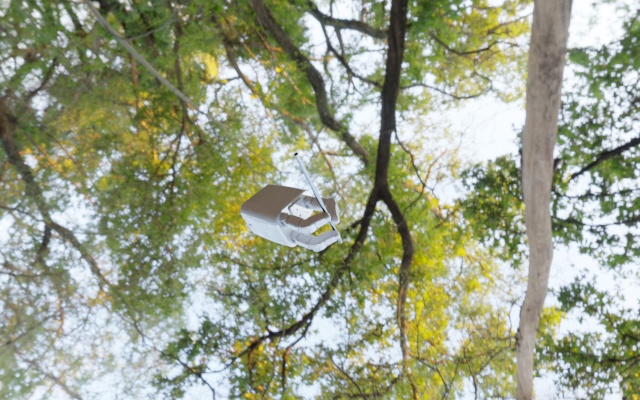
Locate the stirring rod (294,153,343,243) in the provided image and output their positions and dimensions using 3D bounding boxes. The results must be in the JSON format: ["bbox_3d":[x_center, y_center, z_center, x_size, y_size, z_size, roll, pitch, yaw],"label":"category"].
[{"bbox_3d":[0.000,0.003,0.869,0.011,0.011,0.240,0,-41,27],"label":"stirring rod"}]
